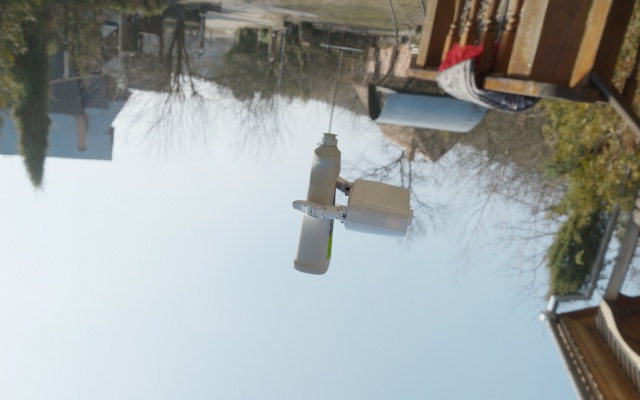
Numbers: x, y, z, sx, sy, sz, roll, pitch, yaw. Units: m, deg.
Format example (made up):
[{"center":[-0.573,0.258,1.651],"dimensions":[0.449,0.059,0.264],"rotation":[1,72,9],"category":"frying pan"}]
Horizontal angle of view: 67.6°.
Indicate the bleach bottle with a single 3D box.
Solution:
[{"center":[0.000,0.003,0.882],"dimensions":[0.068,0.251,0.102],"rotation":[9,16,6],"category":"bleach bottle"}]
